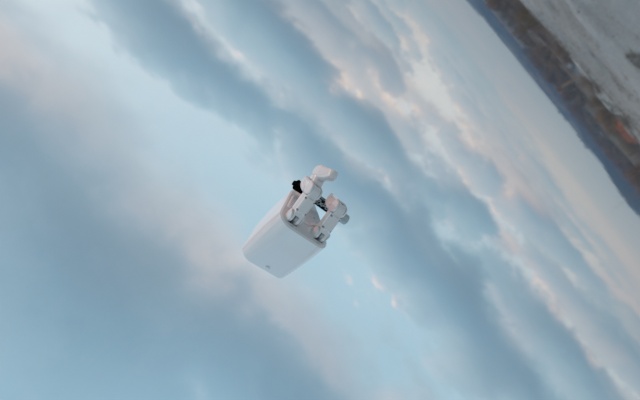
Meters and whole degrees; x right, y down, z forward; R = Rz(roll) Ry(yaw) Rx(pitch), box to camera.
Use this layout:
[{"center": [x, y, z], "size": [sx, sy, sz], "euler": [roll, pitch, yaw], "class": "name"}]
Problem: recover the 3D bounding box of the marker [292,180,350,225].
[{"center": [0.000, 0.003, 0.799], "size": [0.121, 0.020, 0.020], "euler": [35, -17, -26], "class": "marker"}]
